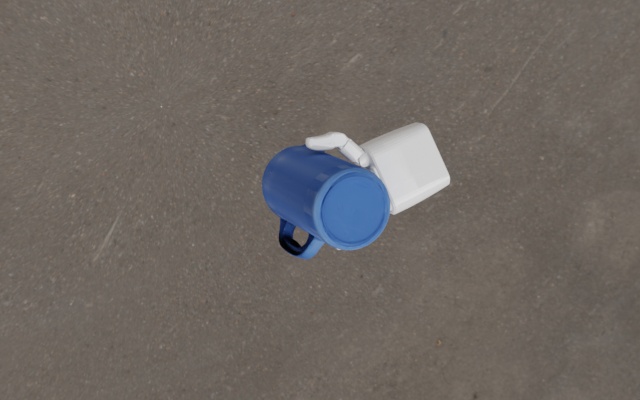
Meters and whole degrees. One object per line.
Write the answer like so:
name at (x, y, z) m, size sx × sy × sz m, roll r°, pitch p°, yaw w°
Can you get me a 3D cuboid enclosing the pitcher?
pitcher at (0.000, 0.002, 0.709) m, size 0.145 × 0.149 × 0.242 m, roll -26°, pitch 18°, yaw -13°
